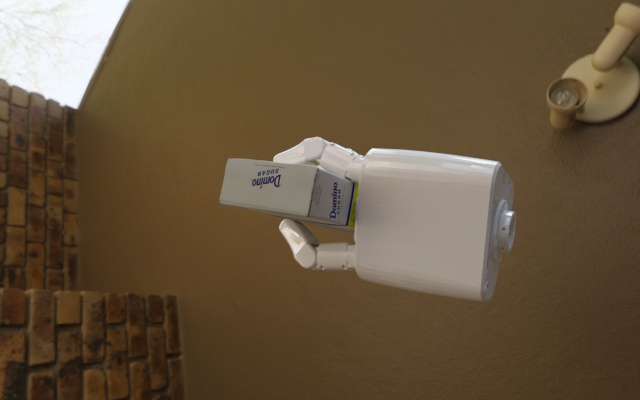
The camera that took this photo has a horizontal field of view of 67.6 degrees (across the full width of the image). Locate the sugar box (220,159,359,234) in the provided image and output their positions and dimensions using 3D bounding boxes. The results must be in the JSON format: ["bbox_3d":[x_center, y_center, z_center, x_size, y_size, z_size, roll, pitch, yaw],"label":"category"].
[{"bbox_3d":[0.000,0.001,0.450,0.093,0.048,0.176,7,-8,31],"label":"sugar box"}]
